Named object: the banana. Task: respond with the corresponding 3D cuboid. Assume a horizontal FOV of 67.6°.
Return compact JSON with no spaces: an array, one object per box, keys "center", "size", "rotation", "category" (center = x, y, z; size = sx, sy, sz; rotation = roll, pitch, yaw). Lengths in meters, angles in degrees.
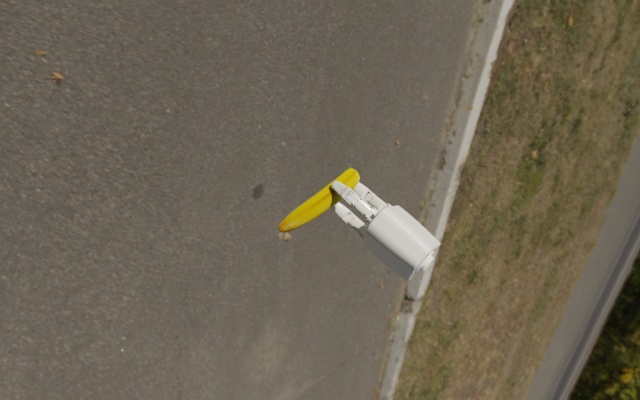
[{"center":[0.009,-0.003,0.876],"size":[0.197,0.037,0.070],"rotation":[-38,2,-23],"category":"banana"}]
